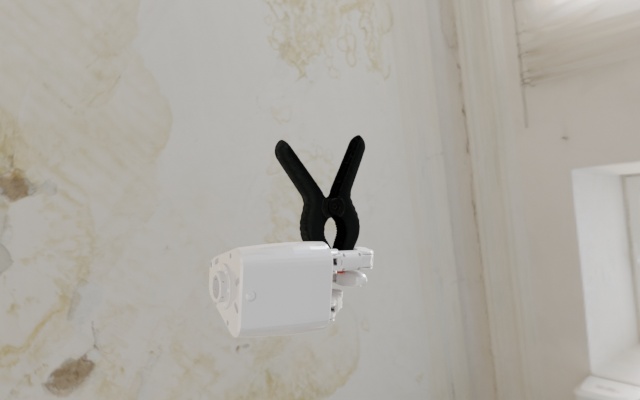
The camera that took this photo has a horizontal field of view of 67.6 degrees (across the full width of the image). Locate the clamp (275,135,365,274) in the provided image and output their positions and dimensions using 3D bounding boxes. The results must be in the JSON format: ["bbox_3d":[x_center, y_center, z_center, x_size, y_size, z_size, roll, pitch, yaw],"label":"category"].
[{"bbox_3d":[0.000,0.002,0.574,0.120,0.171,0.039,2,-3,-23],"label":"clamp"}]
